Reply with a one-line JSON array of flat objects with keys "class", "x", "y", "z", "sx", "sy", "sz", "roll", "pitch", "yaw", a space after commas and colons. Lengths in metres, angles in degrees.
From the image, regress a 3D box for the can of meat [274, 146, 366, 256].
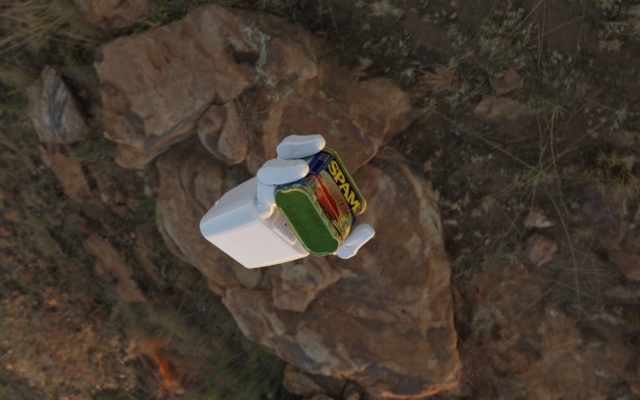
[{"class": "can of meat", "x": 0.000, "y": 0.002, "z": 0.562, "sx": 0.057, "sy": 0.102, "sz": 0.084, "roll": -15, "pitch": 27, "yaw": 36}]
